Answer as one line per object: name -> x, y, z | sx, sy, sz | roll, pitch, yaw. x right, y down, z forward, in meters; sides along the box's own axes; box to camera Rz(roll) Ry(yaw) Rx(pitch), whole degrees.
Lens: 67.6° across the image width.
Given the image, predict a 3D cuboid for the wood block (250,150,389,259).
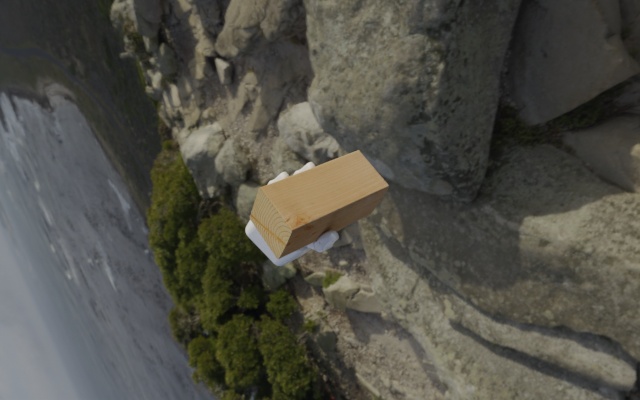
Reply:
wood block -> 0.000, 0.003, 0.791 | 0.206, 0.090, 0.090 | -24, -24, -33
